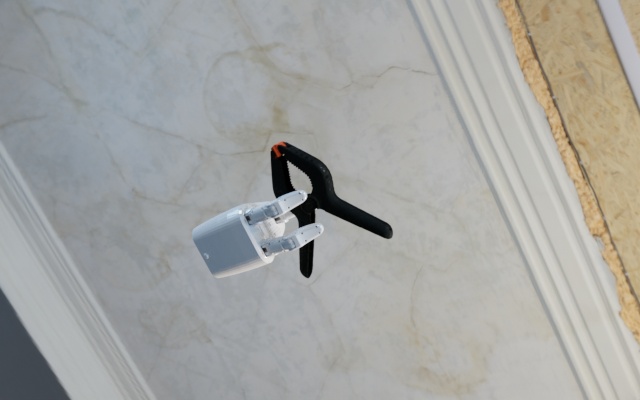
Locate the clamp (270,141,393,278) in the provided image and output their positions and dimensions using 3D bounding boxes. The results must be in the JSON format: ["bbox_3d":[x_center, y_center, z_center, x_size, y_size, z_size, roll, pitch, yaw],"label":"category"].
[{"bbox_3d":[0.000,0.002,0.707,0.164,0.210,0.036,-22,10,23],"label":"clamp"}]
